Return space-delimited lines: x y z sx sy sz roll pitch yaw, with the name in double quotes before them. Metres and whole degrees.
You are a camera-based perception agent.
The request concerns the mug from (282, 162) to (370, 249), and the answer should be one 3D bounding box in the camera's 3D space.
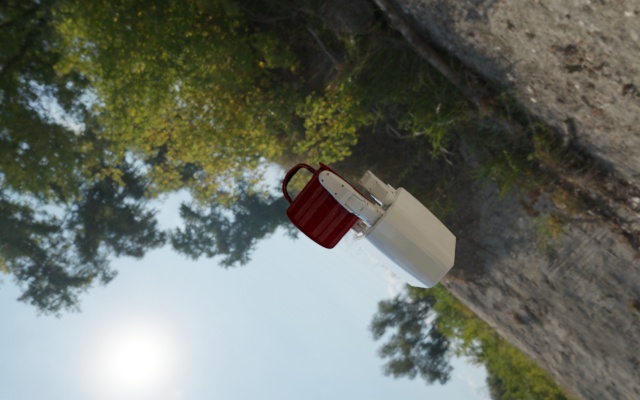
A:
"mug" -0.001 0.001 0.628 0.117 0.081 0.093 40 7 1
